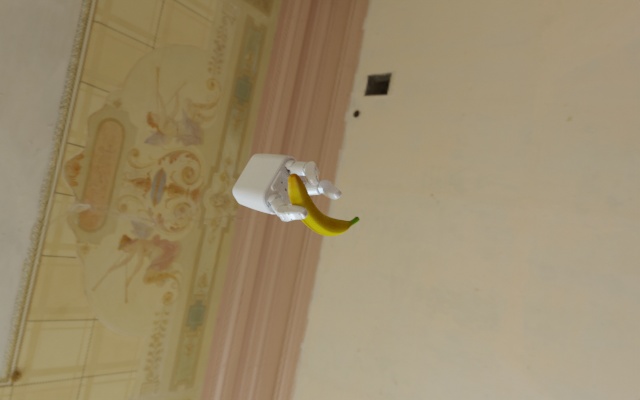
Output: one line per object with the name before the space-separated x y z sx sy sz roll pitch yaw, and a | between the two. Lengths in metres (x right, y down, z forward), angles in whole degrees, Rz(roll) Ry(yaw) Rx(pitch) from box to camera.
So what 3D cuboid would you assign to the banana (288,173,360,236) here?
banana | -0.006 0.021 0.897 0.037 0.069 0.198 17 -13 47
